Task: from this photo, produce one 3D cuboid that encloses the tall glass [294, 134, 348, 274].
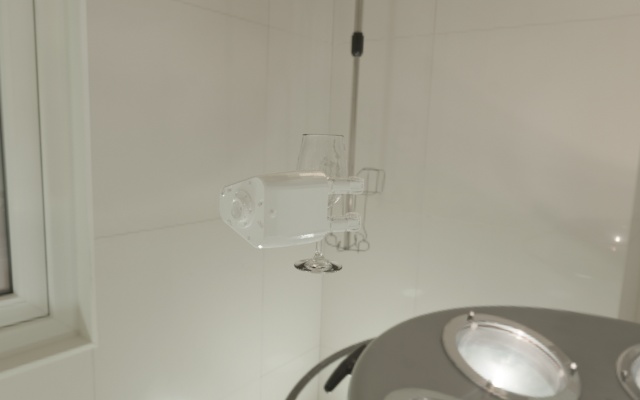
[{"bbox_3d":[0.000,0.003,0.714,0.079,0.201,0.079,2,8,0],"label":"tall glass"}]
